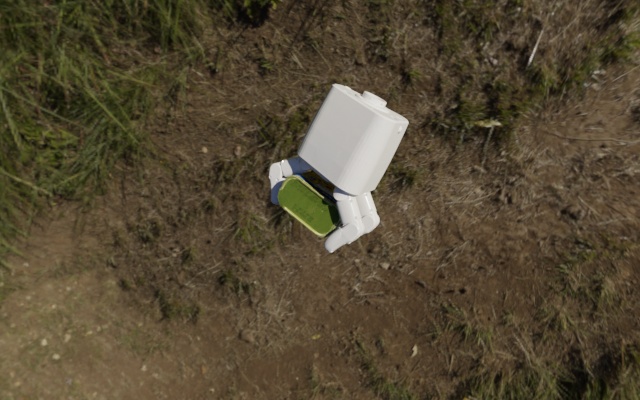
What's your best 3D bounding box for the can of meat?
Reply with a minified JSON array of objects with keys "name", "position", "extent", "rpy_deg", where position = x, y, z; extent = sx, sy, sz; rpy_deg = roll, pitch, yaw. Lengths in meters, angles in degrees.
[{"name":"can of meat","position":[0.000,0.002,0.672],"extent":[0.102,0.057,0.084],"rpy_deg":[37,22,16]}]
